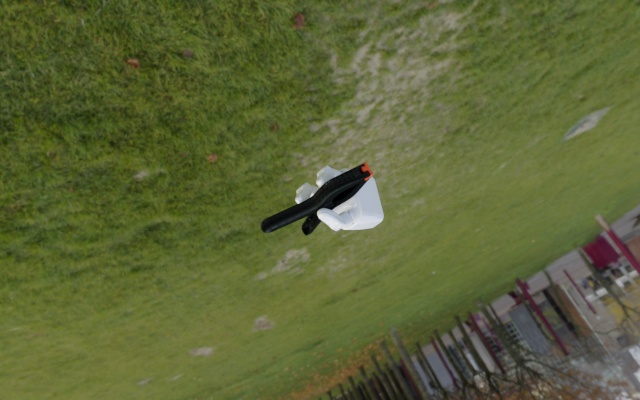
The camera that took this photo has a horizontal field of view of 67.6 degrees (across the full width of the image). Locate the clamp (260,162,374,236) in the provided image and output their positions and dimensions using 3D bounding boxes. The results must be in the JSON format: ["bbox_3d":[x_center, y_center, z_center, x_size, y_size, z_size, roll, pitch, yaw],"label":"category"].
[{"bbox_3d":[0.001,0.003,0.853,0.210,0.036,0.164,-39,-19,25],"label":"clamp"}]
